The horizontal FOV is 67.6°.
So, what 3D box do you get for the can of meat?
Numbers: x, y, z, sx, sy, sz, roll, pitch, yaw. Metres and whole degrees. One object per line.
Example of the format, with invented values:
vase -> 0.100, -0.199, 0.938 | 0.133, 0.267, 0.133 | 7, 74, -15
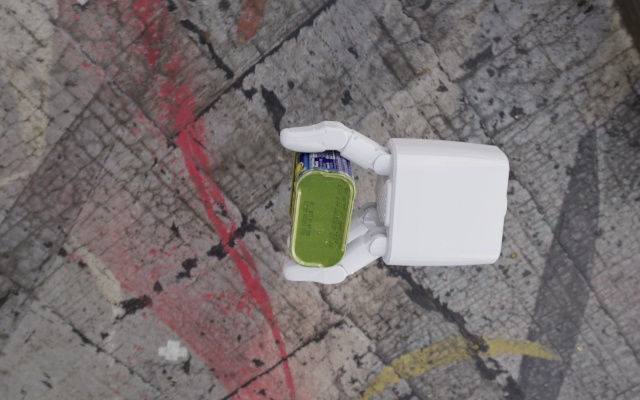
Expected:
can of meat -> 0.000, 0.002, 0.451 | 0.057, 0.102, 0.084 | 5, 26, -4
